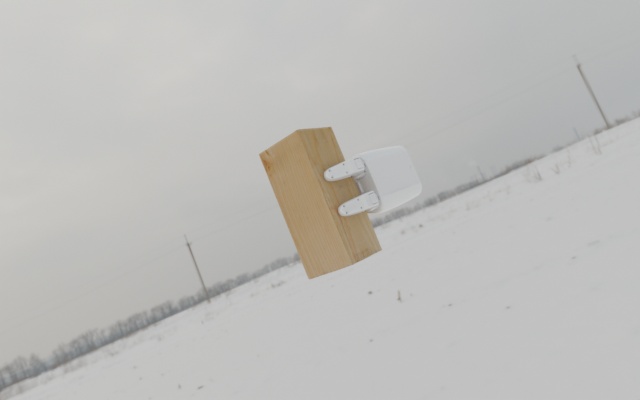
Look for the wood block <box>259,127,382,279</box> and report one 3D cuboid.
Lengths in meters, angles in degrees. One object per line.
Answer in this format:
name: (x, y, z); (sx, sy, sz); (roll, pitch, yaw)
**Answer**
wood block: (0.000, 0.002, 0.729); (0.091, 0.206, 0.090); (-26, -6, 38)
